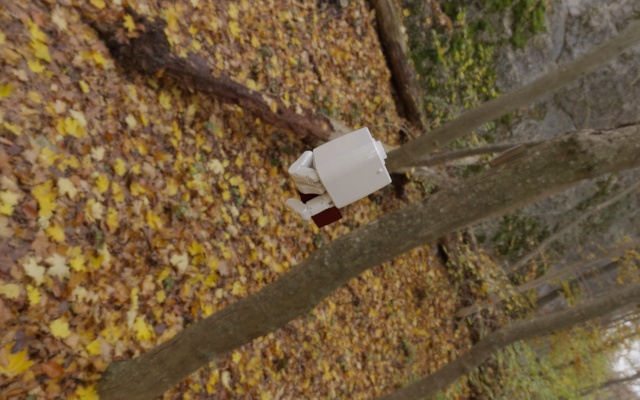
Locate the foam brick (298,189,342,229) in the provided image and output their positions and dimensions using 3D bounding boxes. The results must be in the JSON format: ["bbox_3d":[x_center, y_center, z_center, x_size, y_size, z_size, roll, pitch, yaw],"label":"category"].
[{"bbox_3d":[0.000,0.003,0.881,0.051,0.053,0.078,-24,-47,8],"label":"foam brick"}]
